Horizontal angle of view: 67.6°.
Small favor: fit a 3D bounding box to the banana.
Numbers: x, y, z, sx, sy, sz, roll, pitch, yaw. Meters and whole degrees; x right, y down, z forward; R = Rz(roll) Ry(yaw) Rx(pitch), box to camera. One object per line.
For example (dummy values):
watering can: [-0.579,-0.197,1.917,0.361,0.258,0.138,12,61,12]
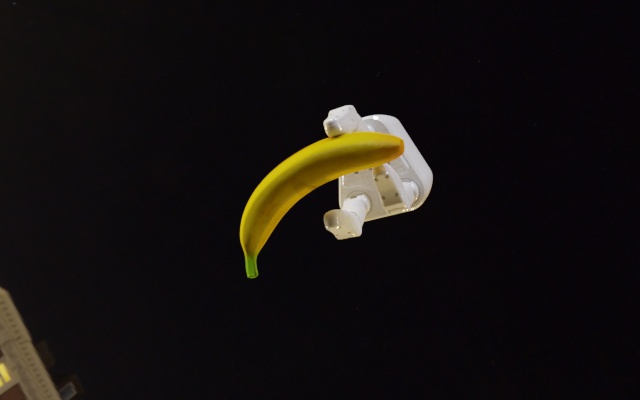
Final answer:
banana: [-0.014,-0.011,0.447,0.198,0.069,0.037,-41,-7,20]
